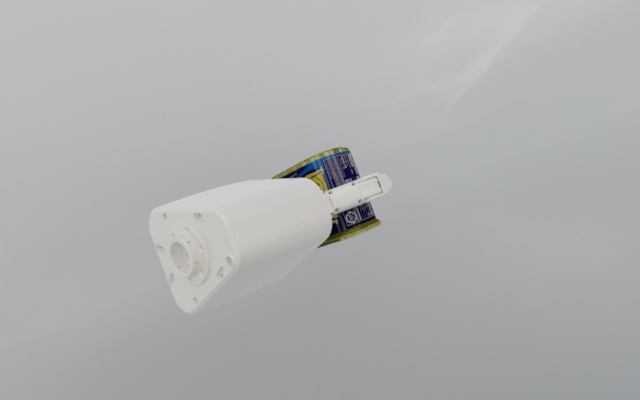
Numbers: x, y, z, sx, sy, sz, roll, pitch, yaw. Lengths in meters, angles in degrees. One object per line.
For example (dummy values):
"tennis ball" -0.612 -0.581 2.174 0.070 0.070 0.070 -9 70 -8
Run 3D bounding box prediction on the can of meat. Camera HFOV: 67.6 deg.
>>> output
"can of meat" 0.000 0.001 0.482 0.102 0.084 0.057 -23 -3 44
